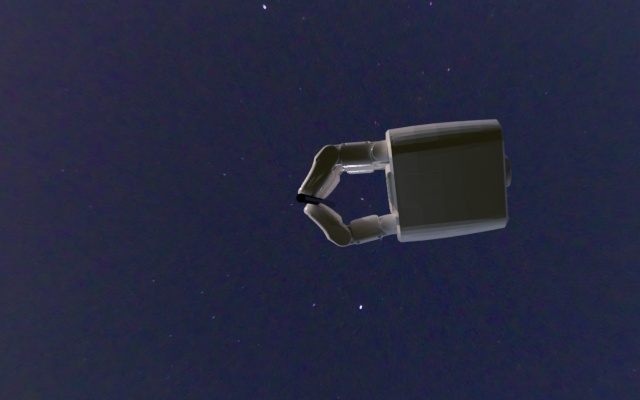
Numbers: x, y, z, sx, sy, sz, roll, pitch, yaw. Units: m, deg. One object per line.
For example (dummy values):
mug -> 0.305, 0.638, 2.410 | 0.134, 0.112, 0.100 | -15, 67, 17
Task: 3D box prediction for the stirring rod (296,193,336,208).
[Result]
stirring rod -> 0.000, 0.002, 0.521 | 0.011, 0.011, 0.239 | 0, -2, 8
